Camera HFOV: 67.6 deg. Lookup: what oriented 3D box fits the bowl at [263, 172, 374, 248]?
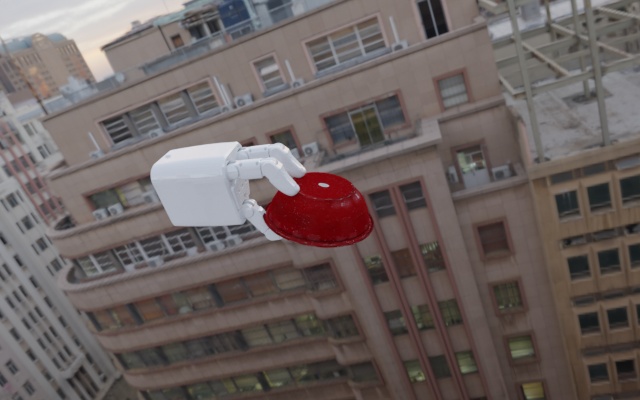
[{"bbox_3d":[0.001,0.002,0.682,0.162,0.055,0.162,6,26,-3],"label":"bowl"}]
